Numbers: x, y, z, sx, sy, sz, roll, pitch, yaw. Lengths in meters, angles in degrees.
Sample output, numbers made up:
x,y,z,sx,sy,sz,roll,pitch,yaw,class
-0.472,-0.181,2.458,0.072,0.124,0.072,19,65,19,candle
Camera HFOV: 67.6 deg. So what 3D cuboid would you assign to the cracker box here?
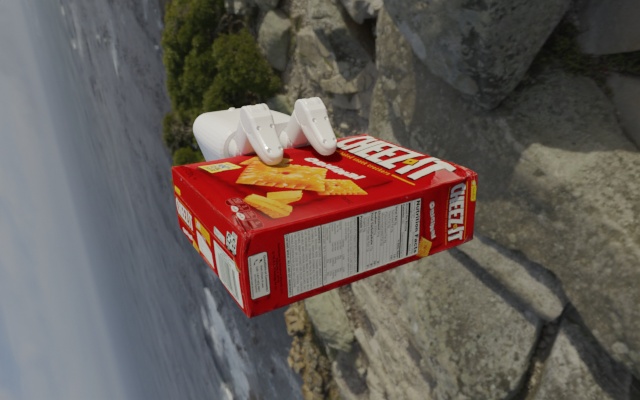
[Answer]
x,y,z,sx,sy,sz,roll,pitch,yaw,class
0.000,0.002,0.417,0.213,0.072,0.164,-14,26,-28,cracker box
